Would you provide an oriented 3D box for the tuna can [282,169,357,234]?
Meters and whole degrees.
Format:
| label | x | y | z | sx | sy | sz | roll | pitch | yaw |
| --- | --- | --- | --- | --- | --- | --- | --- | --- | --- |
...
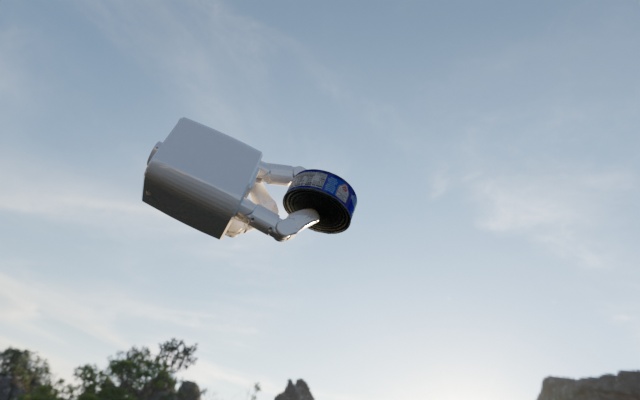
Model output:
| label | x | y | z | sx | sy | sz | roll | pitch | yaw |
| --- | --- | --- | --- | --- | --- | --- | --- | --- | --- |
| tuna can | 0.000 | 0.001 | 0.574 | 0.086 | 0.033 | 0.086 | 15 | -35 | 11 |
